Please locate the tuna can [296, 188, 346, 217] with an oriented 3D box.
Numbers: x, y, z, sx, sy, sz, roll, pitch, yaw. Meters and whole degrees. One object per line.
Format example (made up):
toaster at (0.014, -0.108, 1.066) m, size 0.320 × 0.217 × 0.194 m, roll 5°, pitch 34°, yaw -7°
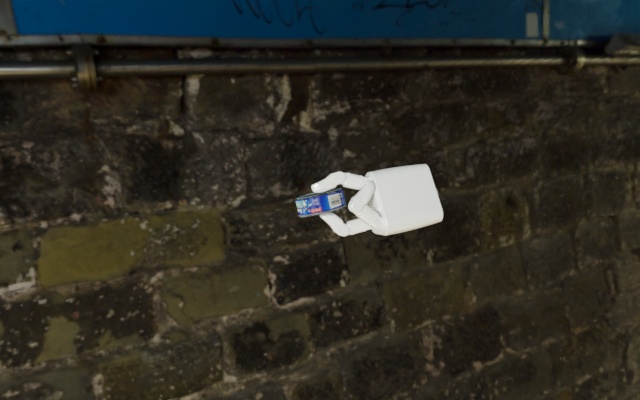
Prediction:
tuna can at (0.000, 0.002, 0.833) m, size 0.086 × 0.034 × 0.086 m, roll -13°, pitch 5°, yaw 1°
